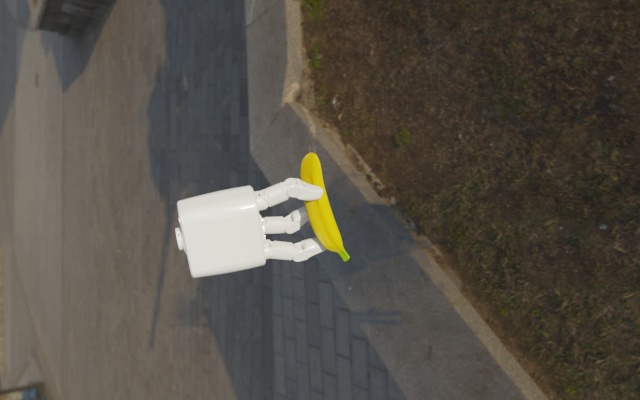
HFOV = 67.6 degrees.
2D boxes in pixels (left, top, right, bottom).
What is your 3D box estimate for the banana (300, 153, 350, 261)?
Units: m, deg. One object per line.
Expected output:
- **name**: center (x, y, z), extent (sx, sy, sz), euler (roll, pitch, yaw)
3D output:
- **banana**: center (-0.004, -0.001, 0.739), extent (0.037, 0.197, 0.070), euler (-20, -26, 8)
